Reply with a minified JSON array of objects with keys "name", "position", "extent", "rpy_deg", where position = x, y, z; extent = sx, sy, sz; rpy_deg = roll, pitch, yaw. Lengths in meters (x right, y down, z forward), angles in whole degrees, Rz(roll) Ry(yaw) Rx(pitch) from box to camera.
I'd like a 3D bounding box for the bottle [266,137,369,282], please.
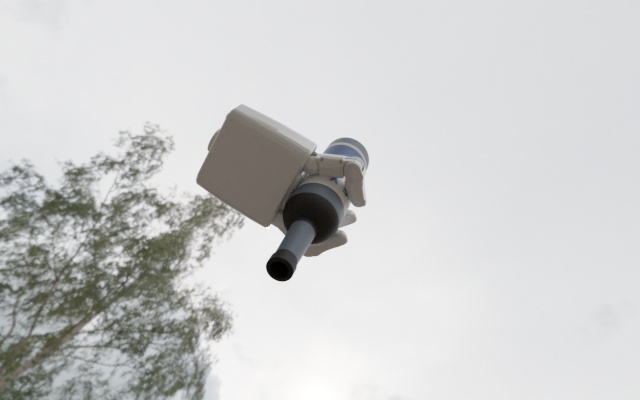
[{"name":"bottle","position":[0.000,0.002,0.570],"extent":[0.069,0.069,0.295],"rpy_deg":[0,25,17]}]
